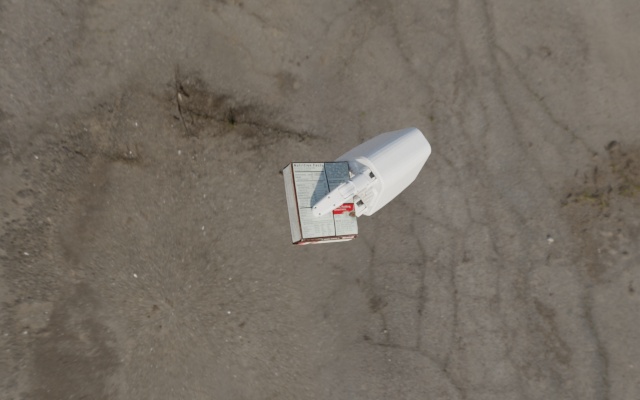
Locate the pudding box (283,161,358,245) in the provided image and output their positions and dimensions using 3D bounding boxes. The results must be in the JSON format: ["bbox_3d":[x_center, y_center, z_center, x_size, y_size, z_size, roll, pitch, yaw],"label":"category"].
[{"bbox_3d":[0.000,0.002,0.666,0.090,0.113,0.039,-3,-14,-24],"label":"pudding box"}]
